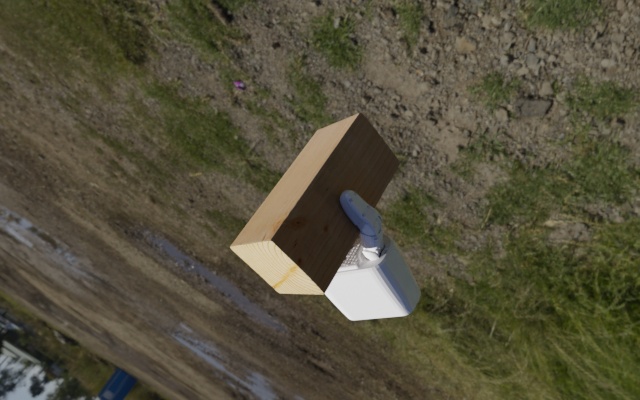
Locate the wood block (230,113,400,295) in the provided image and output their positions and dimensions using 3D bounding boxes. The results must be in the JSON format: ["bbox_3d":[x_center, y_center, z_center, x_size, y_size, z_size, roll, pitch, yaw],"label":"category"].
[{"bbox_3d":[0.000,0.002,0.573,0.091,0.206,0.090,-12,-53,50],"label":"wood block"}]
